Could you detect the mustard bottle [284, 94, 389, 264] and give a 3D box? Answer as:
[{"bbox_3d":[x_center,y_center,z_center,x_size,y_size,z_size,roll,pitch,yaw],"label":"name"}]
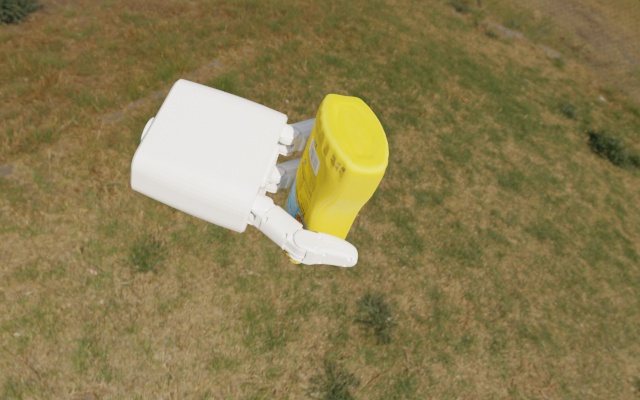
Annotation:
[{"bbox_3d":[0.000,0.001,0.456,0.058,0.096,0.192,2,-40,-21],"label":"mustard bottle"}]
